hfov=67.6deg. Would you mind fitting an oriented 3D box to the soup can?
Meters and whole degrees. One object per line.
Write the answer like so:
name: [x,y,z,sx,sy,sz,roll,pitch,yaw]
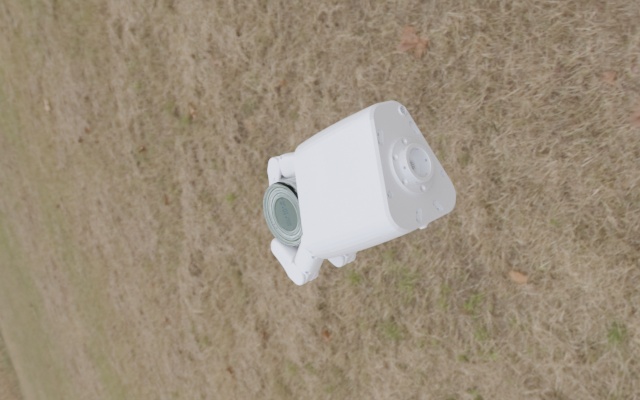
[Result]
soup can: [0.000,0.002,0.499,0.102,0.068,0.068,-20,13,-40]
